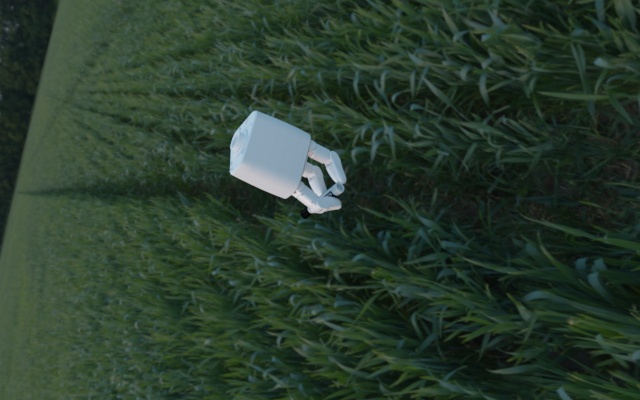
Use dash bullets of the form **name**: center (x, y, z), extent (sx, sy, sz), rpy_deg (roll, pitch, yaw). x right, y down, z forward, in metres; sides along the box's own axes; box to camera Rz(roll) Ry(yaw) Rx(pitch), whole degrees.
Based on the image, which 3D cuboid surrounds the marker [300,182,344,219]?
- **marker**: center (0.000, 0.003, 0.866), extent (0.020, 0.020, 0.121), rpy_deg (0, -26, -38)
